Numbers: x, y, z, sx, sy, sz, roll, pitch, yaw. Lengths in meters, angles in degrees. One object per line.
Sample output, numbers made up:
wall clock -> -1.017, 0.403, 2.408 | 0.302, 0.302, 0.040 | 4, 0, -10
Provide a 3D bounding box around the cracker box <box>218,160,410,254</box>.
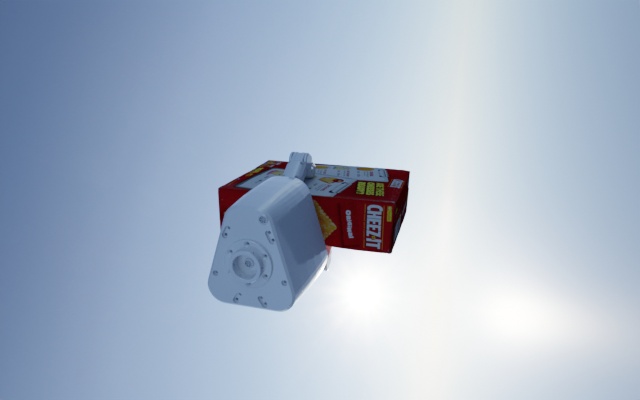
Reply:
cracker box -> 0.000, 0.002, 0.623 | 0.213, 0.072, 0.164 | 6, 18, 15
